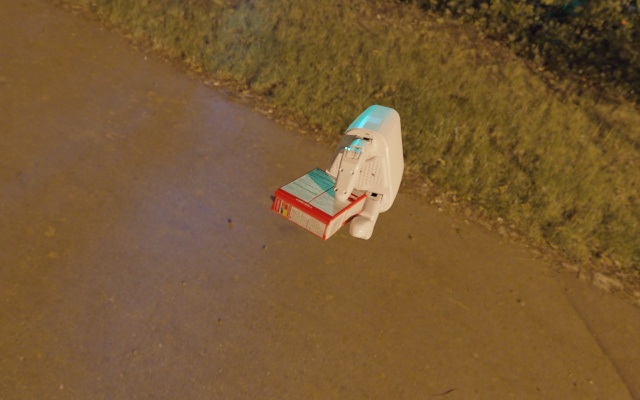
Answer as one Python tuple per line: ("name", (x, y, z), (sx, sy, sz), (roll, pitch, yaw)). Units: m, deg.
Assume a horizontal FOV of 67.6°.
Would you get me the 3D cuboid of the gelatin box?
("gelatin box", (0.000, 0.001, 0.539), (0.073, 0.030, 0.089), (29, 32, 20))
